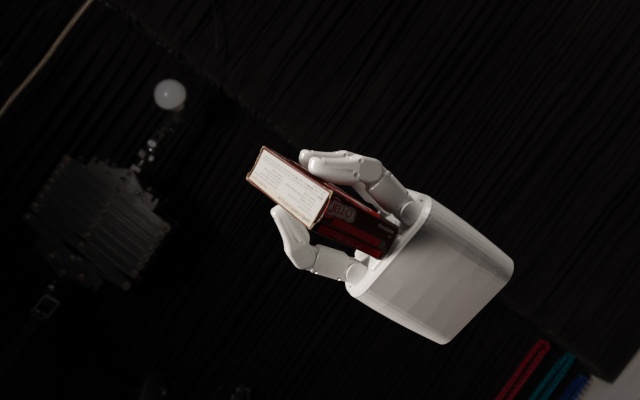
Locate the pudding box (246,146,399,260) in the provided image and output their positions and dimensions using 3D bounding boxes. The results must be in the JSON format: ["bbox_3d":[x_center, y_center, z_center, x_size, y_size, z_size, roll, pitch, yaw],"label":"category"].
[{"bbox_3d":[0.000,0.002,0.413,0.090,0.039,0.113,28,2,-42],"label":"pudding box"}]
